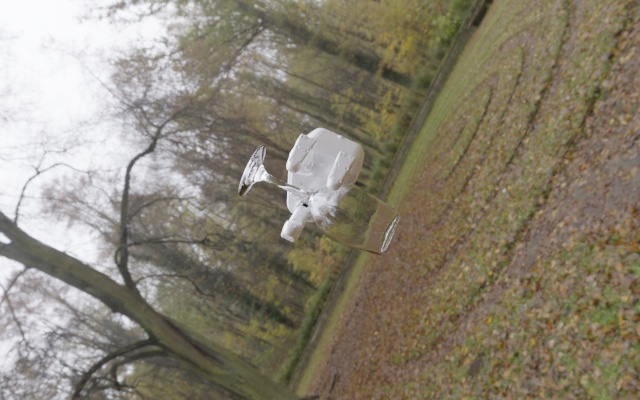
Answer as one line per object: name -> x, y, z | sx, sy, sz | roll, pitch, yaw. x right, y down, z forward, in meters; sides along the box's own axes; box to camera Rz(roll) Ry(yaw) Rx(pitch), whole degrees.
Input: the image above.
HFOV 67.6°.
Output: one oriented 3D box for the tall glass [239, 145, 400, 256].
tall glass -> -0.001, 0.002, 0.623 | 0.201, 0.079, 0.079 | 25, 1, 3
